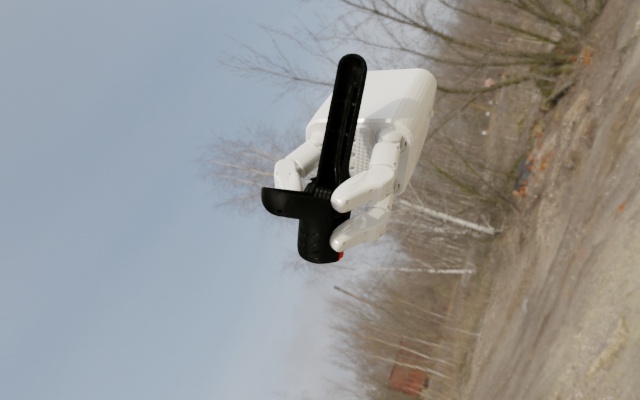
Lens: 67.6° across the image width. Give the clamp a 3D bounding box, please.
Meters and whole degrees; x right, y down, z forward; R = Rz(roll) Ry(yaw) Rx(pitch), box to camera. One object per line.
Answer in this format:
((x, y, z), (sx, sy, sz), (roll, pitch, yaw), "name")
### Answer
((-0.001, 0.001, 0.423), (0.036, 0.210, 0.164), (18, 49, 16), "clamp")
